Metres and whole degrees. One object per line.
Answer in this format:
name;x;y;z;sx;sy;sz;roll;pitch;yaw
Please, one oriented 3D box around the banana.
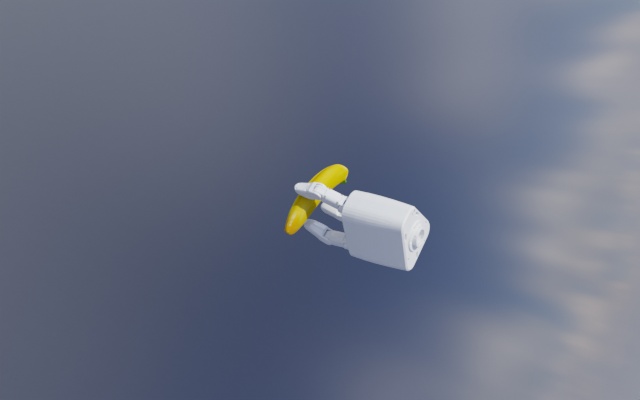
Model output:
banana;0.001;-0.015;0.838;0.037;0.070;0.197;17;38;29
